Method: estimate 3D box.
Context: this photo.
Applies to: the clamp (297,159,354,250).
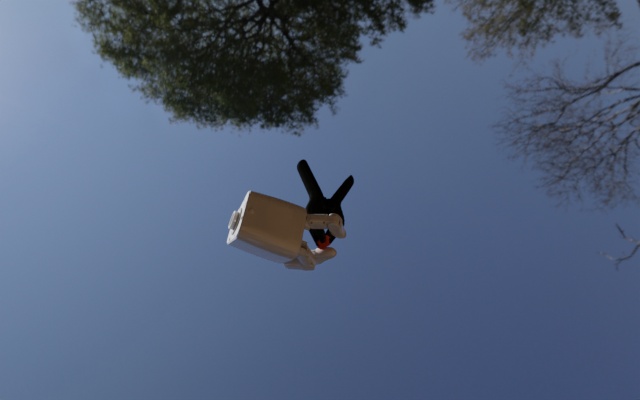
[{"bbox_3d":[0.000,0.003,0.881,0.120,0.171,0.039,21,-36,-14],"label":"clamp"}]
